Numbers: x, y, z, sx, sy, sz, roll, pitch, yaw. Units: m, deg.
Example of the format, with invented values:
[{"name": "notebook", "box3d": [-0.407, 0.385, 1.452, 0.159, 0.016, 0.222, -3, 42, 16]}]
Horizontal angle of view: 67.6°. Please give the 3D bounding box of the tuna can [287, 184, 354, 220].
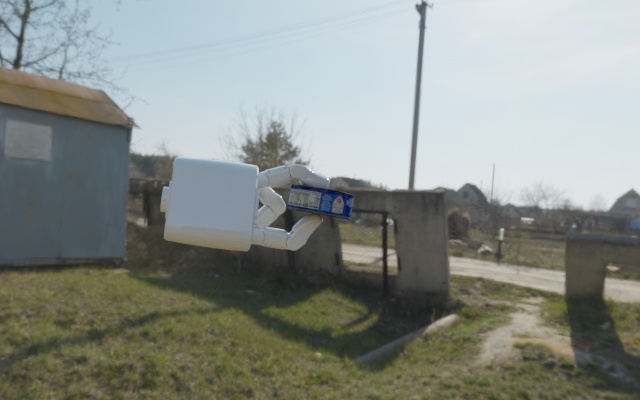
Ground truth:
[{"name": "tuna can", "box3d": [0.000, 0.002, 0.630, 0.086, 0.034, 0.086, 10, -2, 0]}]
